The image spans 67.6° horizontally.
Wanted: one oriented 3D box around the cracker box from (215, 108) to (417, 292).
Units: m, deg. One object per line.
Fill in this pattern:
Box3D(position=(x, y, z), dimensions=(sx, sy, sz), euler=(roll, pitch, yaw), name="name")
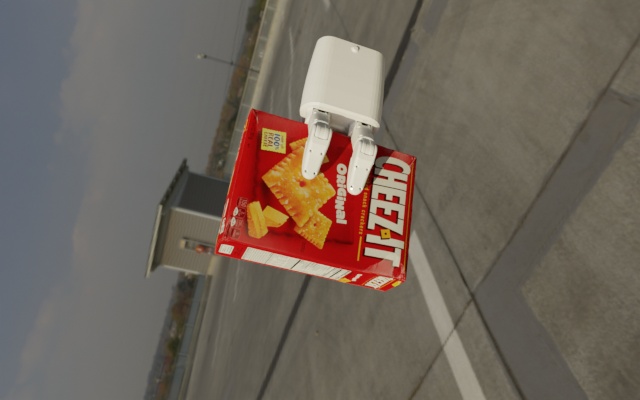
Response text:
Box3D(position=(0.000, 0.002, 0.564), dimensions=(0.214, 0.164, 0.072), euler=(14, -22, -12), name="cracker box")
